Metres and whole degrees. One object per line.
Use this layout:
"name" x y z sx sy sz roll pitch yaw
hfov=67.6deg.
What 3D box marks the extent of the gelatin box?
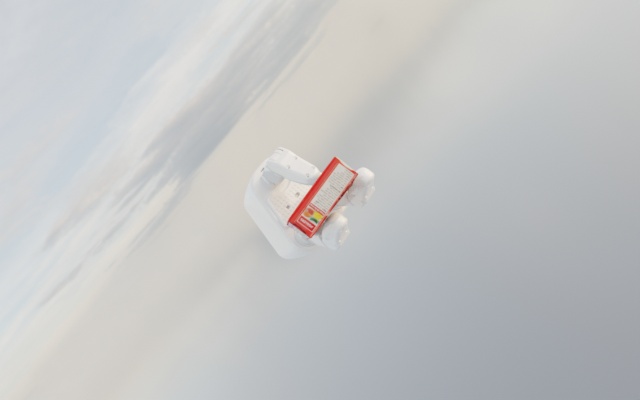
"gelatin box" 0.000 0.001 0.464 0.030 0.073 0.089 37 -7 1
